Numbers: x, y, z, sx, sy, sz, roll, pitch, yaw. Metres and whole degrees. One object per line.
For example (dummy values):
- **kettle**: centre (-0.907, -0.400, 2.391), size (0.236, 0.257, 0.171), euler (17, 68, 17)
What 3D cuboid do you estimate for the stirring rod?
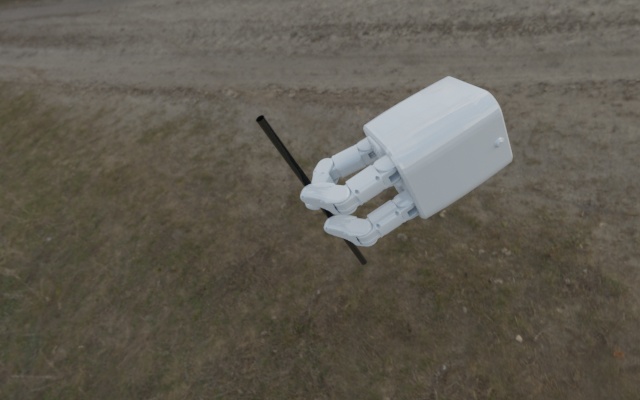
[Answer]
- **stirring rod**: centre (0.000, 0.002, 0.492), size (0.011, 0.011, 0.240), euler (0, -37, 33)
